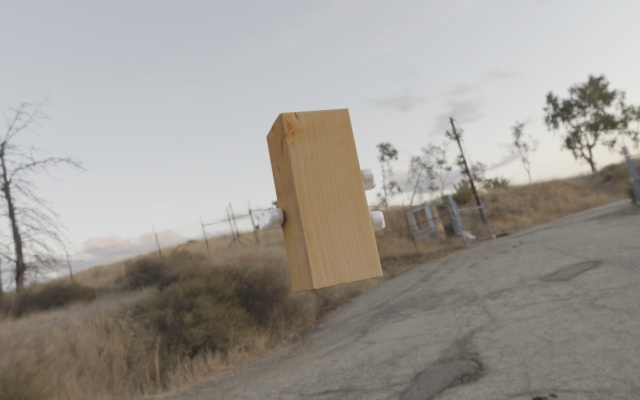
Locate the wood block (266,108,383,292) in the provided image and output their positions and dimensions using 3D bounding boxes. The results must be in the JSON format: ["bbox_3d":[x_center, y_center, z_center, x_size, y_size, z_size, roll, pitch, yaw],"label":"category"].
[{"bbox_3d":[0.000,0.002,0.591,0.091,0.206,0.090,-8,-9,-19],"label":"wood block"}]
